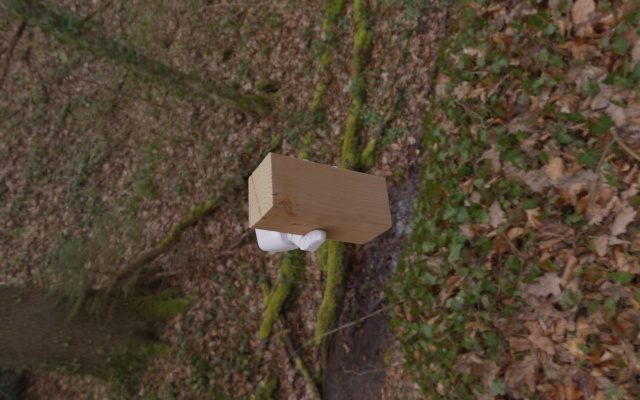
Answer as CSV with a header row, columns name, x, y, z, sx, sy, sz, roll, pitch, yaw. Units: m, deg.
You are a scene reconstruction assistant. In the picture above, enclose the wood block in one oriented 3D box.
name,x,y,z,sx,sy,sz,roll,pitch,yaw
wood block,0.000,0.003,0.752,0.206,0.090,0.090,10,-29,-28
